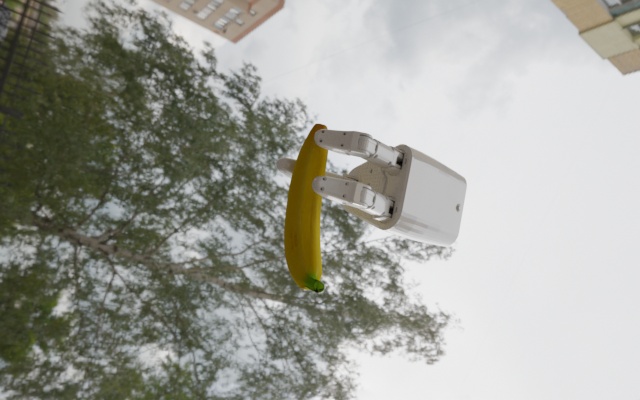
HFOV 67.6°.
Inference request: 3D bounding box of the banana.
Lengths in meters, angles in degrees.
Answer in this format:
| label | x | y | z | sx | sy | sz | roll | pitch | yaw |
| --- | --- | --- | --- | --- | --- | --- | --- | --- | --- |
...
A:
| label | x | y | z | sx | sy | sz | roll | pitch | yaw |
| --- | --- | --- | --- | --- | --- | --- | --- | --- | --- |
| banana | -0.011 | 0.012 | 0.501 | 0.037 | 0.197 | 0.070 | 20 | -36 | -30 |
